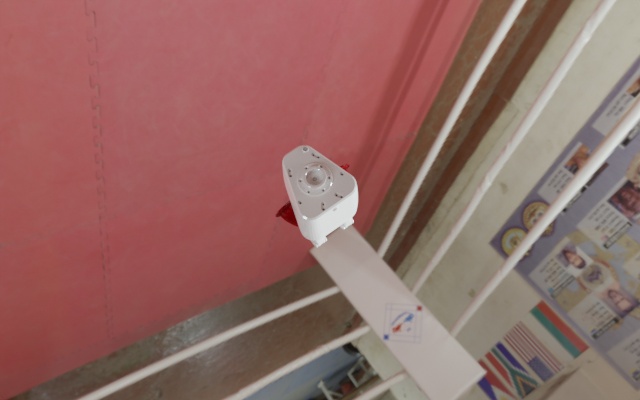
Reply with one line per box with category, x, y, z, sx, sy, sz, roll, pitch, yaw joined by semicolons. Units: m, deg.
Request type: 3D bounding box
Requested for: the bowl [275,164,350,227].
bowl;0.001;0.003;0.857;0.162;0.055;0.162;-35;-4;-3
